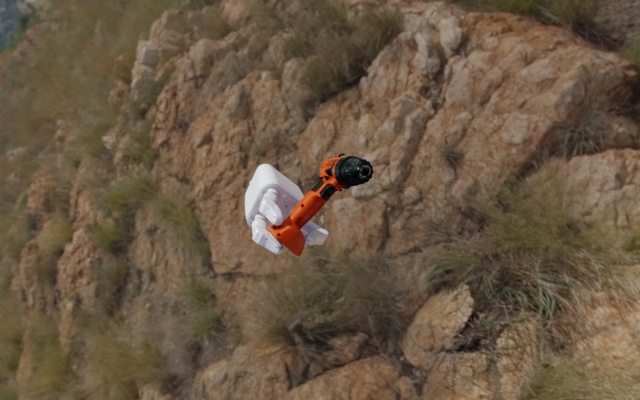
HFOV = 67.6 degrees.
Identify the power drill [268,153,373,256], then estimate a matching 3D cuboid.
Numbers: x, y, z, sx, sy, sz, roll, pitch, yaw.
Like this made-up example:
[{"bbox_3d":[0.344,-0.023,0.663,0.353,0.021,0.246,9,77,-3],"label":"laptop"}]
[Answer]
[{"bbox_3d":[0.000,0.003,0.792,0.057,0.187,0.184,43,-7,-12],"label":"power drill"}]
